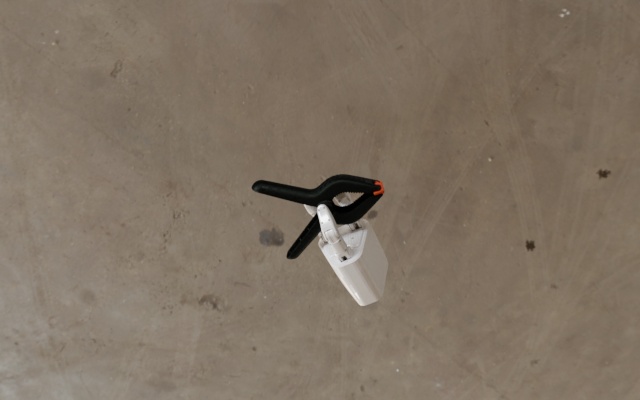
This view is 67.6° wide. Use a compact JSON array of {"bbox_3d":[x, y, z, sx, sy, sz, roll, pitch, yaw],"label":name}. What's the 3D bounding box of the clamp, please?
[{"bbox_3d":[0.001,0.003,0.795,0.210,0.165,0.036,-24,30,12],"label":"clamp"}]
